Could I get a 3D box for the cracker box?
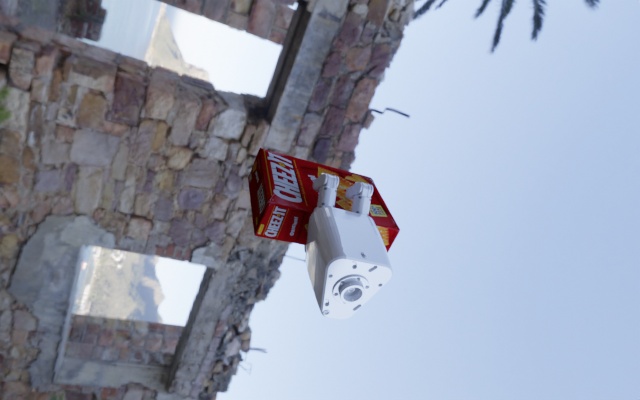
[{"bbox_3d":[0.000,0.003,0.764,0.214,0.072,0.164,14,29,-21],"label":"cracker box"}]
